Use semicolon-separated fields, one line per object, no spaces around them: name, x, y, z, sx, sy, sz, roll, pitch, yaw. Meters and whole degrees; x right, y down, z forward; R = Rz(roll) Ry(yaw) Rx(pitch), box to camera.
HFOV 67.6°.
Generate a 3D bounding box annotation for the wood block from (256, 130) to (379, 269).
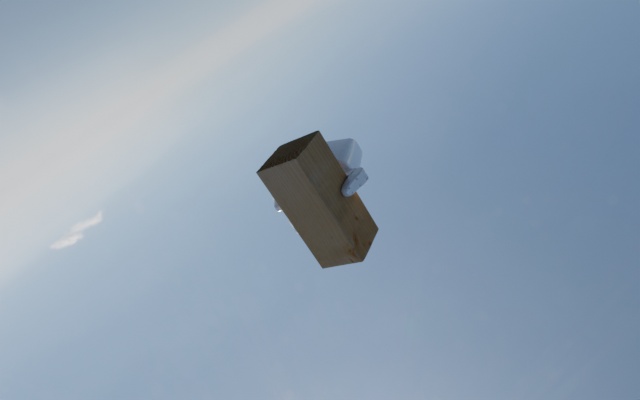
wood block;0.001;0.002;0.788;0.091;0.206;0.090;-16;27;37
